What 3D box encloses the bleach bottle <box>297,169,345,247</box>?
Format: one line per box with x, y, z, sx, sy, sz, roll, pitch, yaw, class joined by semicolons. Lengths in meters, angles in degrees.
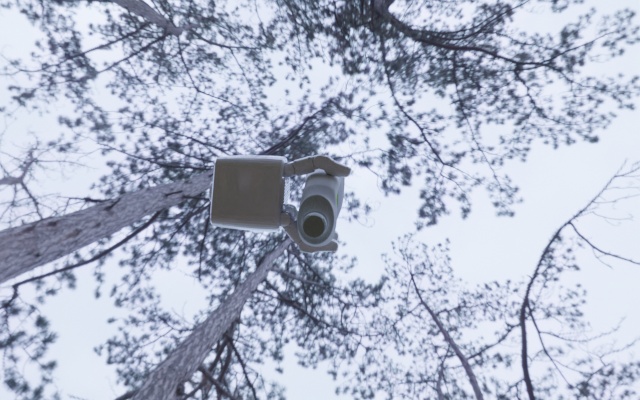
0.000;0.002;0.716;0.068;0.102;0.250;3;10;3;bleach bottle
